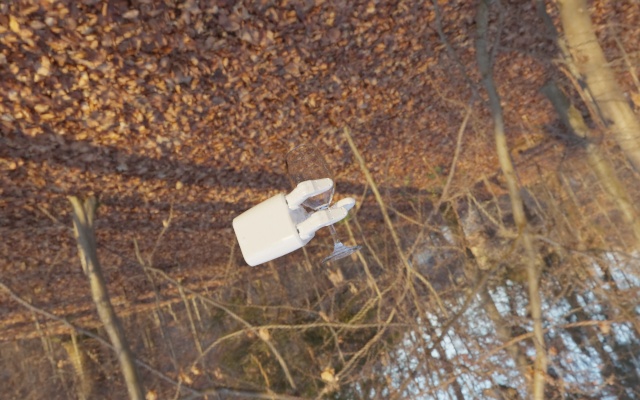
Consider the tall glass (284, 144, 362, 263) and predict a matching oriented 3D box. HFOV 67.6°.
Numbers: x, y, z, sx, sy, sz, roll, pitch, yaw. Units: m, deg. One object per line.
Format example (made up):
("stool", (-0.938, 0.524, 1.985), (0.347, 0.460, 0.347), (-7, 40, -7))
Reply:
("tall glass", (0.001, 0.003, 0.831), (0.079, 0.201, 0.079), (-20, -14, -5))
